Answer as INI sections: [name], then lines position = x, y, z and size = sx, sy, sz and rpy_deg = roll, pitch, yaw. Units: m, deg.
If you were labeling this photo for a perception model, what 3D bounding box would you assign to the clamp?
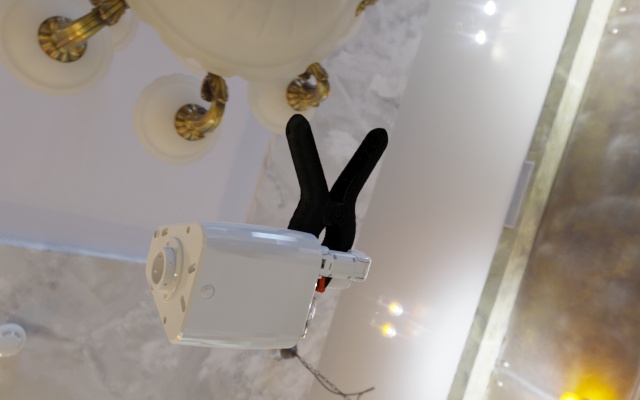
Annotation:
[clamp]
position = 0.000, 0.001, 0.448
size = 0.120, 0.171, 0.039
rpy_deg = 13, 4, -38
